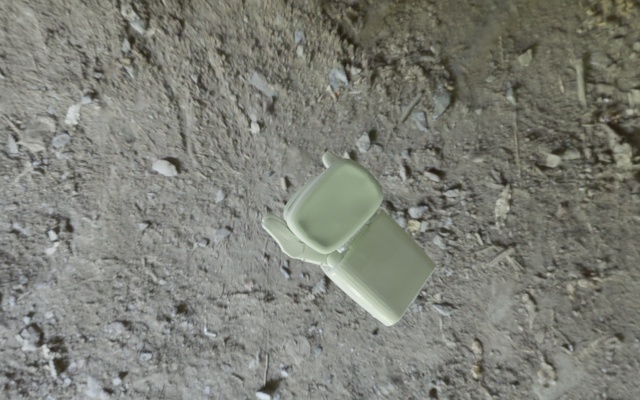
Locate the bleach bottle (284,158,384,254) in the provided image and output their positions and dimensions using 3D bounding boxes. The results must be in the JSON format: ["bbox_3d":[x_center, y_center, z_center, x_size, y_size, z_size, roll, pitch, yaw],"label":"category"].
[{"bbox_3d":[0.000,0.002,0.608,0.068,0.102,0.251,44,-3,-7],"label":"bleach bottle"}]
